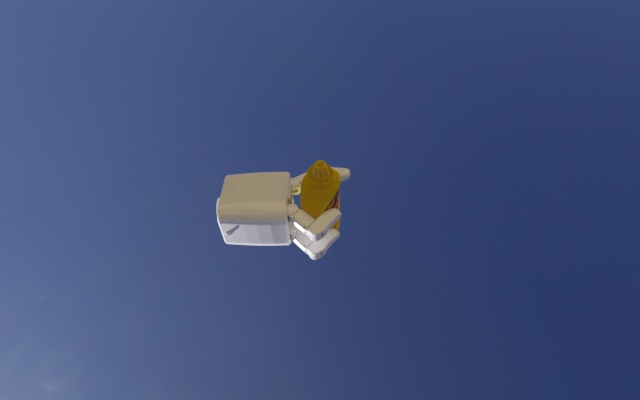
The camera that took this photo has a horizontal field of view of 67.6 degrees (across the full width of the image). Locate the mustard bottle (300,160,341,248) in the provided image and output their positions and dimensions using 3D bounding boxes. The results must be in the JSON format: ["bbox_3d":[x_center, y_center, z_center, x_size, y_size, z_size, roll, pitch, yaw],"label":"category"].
[{"bbox_3d":[0.000,0.003,0.766,0.058,0.096,0.192,20,-32,14],"label":"mustard bottle"}]
